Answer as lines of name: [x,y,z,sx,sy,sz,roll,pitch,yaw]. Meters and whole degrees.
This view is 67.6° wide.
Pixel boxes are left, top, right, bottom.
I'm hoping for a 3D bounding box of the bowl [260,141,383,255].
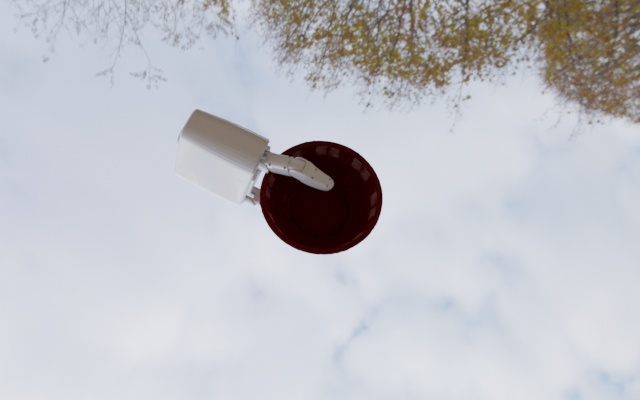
bowl: [0.001,0.003,0.645,0.162,0.162,0.055,0,-23,-3]
